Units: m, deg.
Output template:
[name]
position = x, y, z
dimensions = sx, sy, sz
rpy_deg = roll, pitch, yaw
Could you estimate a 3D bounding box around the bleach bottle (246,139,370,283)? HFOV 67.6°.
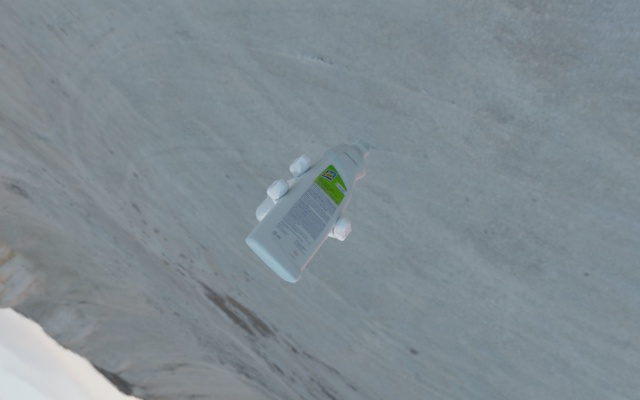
[bleach bottle]
position = 0.000, 0.002, 0.757
dimensions = 0.250, 0.102, 0.068
rpy_deg = -49, 18, -20
